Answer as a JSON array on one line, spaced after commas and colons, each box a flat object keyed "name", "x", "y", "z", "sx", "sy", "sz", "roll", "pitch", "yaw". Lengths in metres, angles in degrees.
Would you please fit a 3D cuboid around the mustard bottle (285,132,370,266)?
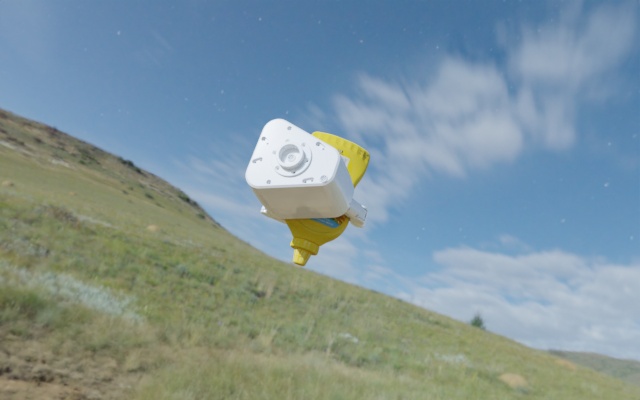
[{"name": "mustard bottle", "x": 0.000, "y": 0.002, "z": 0.693, "sx": 0.096, "sy": 0.191, "sz": 0.058, "roll": 21, "pitch": -16, "yaw": -8}]
